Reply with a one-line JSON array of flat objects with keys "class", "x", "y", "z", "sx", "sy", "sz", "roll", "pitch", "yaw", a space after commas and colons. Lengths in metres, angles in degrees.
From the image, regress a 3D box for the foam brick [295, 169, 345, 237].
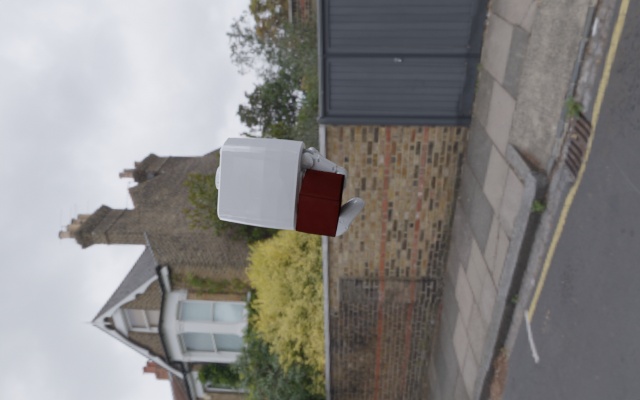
[{"class": "foam brick", "x": 0.000, "y": 0.002, "z": 0.598, "sx": 0.051, "sy": 0.053, "sz": 0.078, "roll": 9, "pitch": 27, "yaw": 1}]
